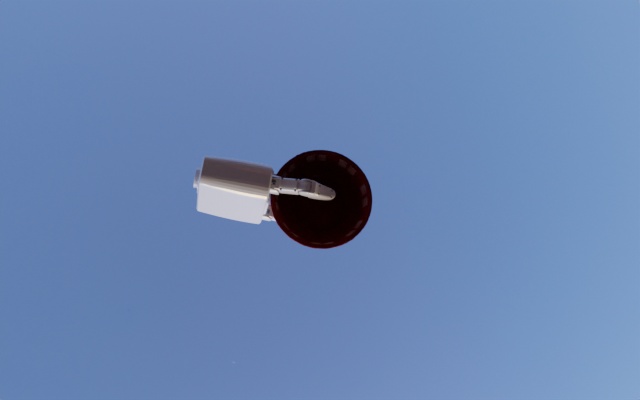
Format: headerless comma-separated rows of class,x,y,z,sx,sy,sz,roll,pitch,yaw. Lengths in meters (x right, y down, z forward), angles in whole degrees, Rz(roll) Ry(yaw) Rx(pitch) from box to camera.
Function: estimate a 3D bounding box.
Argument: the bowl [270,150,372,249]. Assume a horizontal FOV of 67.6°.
bowl,0.001,0.003,0.773,0.162,0.162,0.055,0,-15,-4
